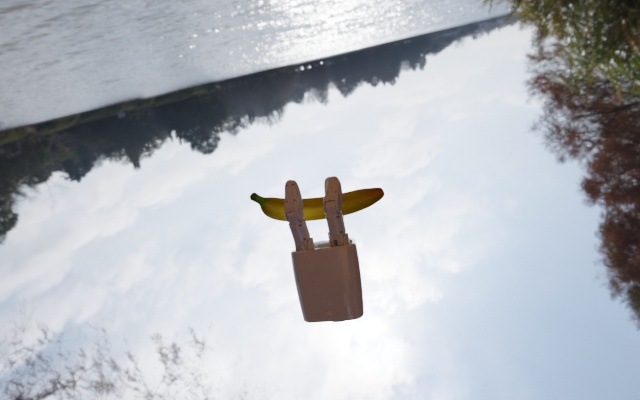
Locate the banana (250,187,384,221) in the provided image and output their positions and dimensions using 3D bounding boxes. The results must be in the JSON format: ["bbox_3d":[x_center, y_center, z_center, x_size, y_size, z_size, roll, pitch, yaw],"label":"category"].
[{"bbox_3d":[-0.004,0.008,0.726,0.198,0.037,0.070,-4,-16,-2],"label":"banana"}]
